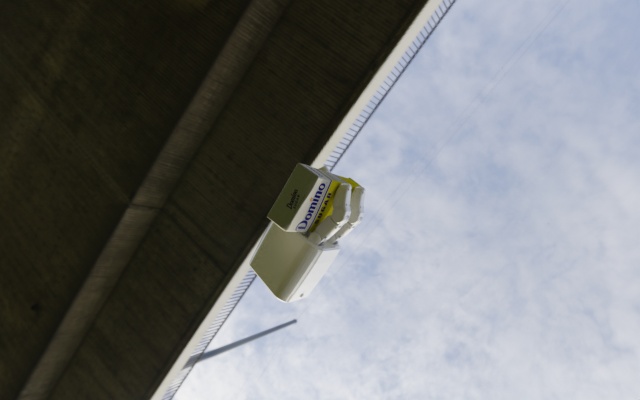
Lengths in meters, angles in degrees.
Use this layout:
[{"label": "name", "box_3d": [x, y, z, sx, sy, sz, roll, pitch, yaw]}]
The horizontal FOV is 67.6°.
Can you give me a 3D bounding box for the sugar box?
[{"label": "sugar box", "box_3d": [0.000, 0.003, 0.734, 0.048, 0.093, 0.176, 36, 12, 23]}]
